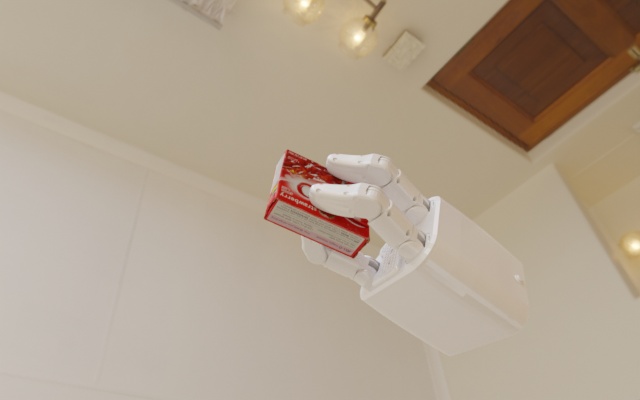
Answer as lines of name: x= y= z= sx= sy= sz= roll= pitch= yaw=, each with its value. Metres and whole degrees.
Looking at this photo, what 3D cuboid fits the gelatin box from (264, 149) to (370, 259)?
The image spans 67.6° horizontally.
gelatin box: x=0.000 y=0.002 z=0.419 sx=0.089 sy=0.030 sz=0.073 roll=24 pitch=36 yaw=-14
